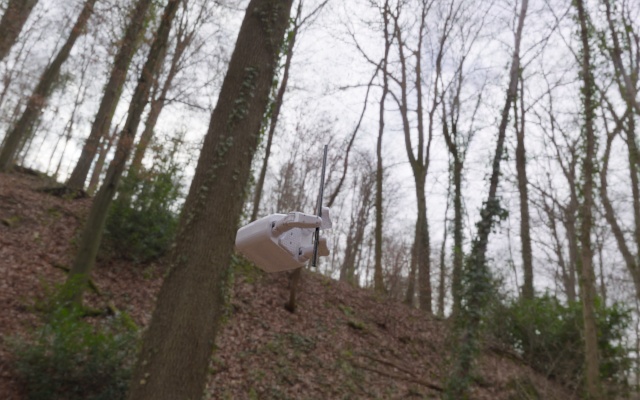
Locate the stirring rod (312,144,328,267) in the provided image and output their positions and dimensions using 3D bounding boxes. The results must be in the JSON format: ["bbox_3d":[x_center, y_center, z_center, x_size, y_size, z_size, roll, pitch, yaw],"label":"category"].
[{"bbox_3d":[0.000,0.003,0.851,0.011,0.239,0.011,5,-26,2],"label":"stirring rod"}]
